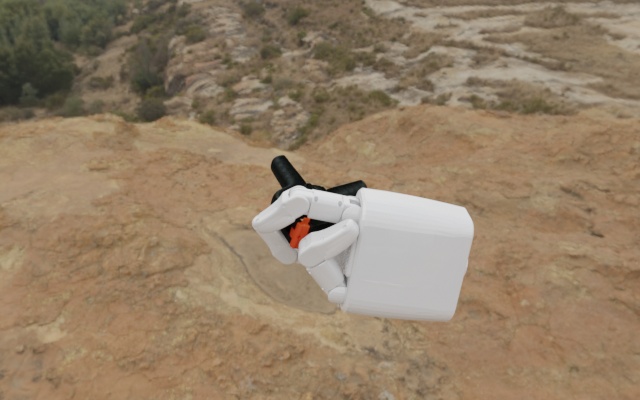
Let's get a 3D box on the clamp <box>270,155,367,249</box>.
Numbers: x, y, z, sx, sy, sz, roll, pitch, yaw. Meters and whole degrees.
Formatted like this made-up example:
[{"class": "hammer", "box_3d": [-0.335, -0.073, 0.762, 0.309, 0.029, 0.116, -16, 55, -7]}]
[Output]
[{"class": "clamp", "box_3d": [0.000, 0.001, 0.521, 0.120, 0.039, 0.171, 9, 29, -6]}]
